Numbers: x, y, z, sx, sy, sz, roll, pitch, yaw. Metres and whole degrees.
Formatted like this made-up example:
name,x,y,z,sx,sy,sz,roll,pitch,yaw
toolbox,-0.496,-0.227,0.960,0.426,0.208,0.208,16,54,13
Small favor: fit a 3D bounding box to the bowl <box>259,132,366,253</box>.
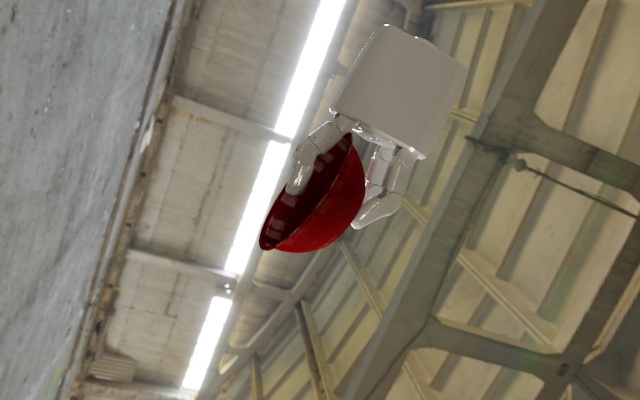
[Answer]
name,x,y,z,sx,sy,sz,roll,pitch,yaw
bowl,0.000,0.003,0.536,0.055,0.162,0.162,37,-13,-17
